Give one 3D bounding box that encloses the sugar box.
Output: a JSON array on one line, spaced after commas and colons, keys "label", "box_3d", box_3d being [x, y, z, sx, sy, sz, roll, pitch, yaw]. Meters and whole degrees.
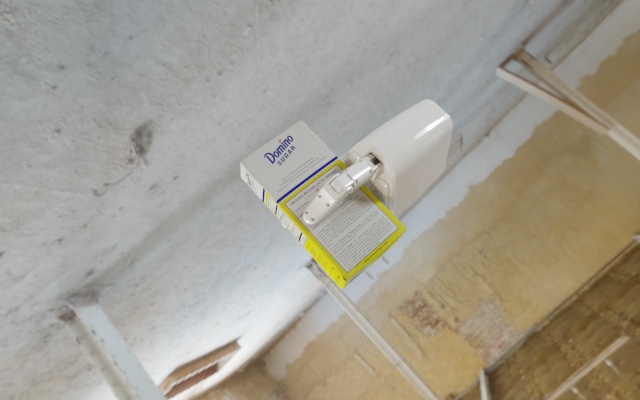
[{"label": "sugar box", "box_3d": [0.000, 0.002, 0.535, 0.093, 0.176, 0.048, -37, -16, -21]}]
